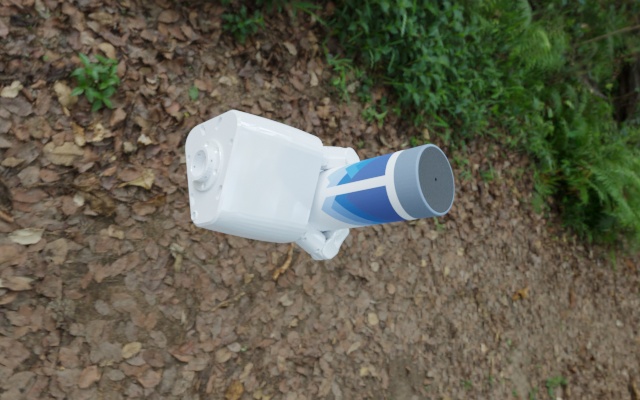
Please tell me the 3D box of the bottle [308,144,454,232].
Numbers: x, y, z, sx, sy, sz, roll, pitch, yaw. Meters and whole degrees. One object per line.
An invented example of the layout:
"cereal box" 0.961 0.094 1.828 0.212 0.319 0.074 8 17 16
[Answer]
"bottle" 0.000 0.002 0.535 0.296 0.069 0.069 -11 -8 43
